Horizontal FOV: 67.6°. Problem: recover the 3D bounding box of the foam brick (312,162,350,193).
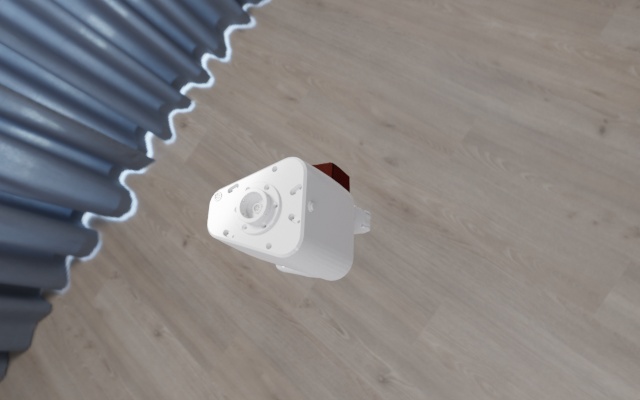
[{"bbox_3d":[0.000,0.002,0.552,0.053,0.078,0.051,-7,-20,26],"label":"foam brick"}]
